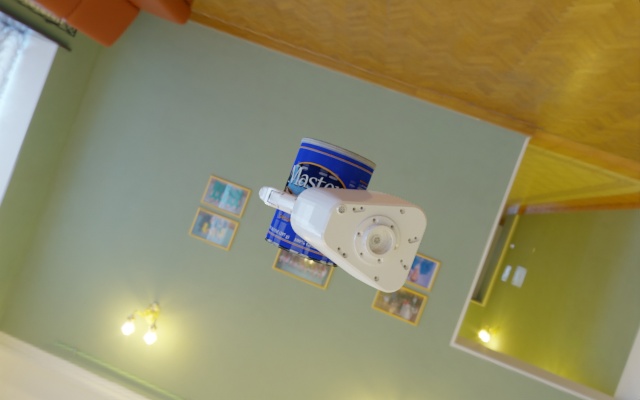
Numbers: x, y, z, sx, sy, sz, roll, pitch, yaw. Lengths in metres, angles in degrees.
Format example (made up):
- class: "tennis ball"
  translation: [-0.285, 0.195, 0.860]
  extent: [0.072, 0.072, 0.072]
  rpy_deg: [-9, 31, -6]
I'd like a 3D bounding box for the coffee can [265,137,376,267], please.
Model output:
- class: "coffee can"
  translation: [0.000, 0.002, 0.620]
  extent: [0.103, 0.140, 0.103]
  rpy_deg: [21, 0, 0]
